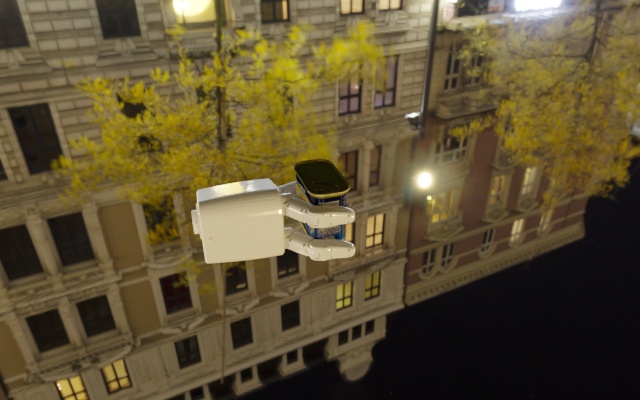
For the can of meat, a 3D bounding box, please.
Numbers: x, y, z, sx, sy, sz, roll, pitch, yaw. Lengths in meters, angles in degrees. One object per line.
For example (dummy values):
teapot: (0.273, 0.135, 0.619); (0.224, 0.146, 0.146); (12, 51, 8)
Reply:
can of meat: (0.000, 0.002, 0.662); (0.057, 0.084, 0.102); (-9, 32, -16)
